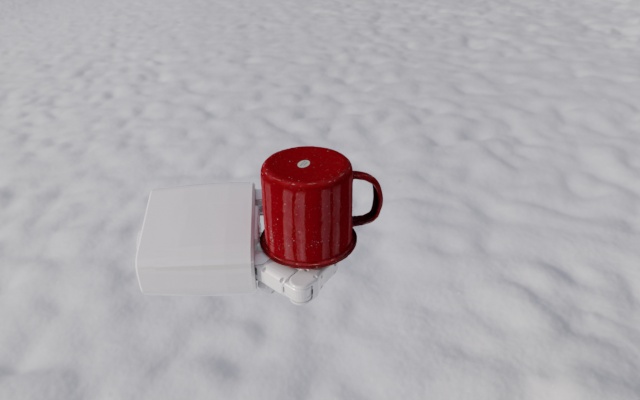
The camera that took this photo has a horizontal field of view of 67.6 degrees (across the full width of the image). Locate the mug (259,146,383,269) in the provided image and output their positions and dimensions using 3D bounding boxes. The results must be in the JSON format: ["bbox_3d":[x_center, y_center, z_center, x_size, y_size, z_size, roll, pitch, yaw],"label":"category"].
[{"bbox_3d":[0.002,0.001,0.437,0.117,0.081,0.093,-4,31,-5],"label":"mug"}]
